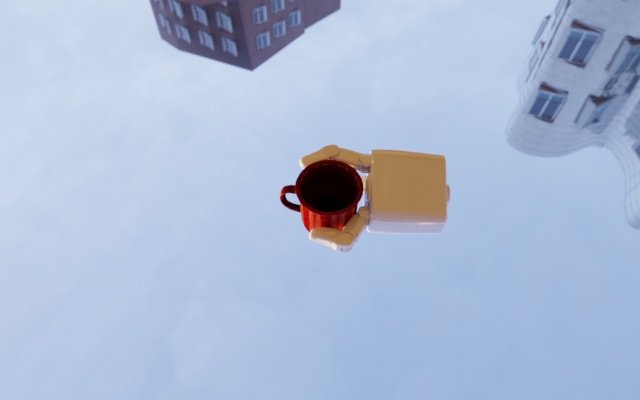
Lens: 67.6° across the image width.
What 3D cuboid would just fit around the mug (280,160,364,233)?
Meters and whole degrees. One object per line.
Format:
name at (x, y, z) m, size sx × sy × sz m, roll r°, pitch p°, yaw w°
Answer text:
mug at (-0.001, 0.002, 0.678) m, size 0.117 × 0.093 × 0.082 m, roll 4°, pitch -33°, yaw 3°
